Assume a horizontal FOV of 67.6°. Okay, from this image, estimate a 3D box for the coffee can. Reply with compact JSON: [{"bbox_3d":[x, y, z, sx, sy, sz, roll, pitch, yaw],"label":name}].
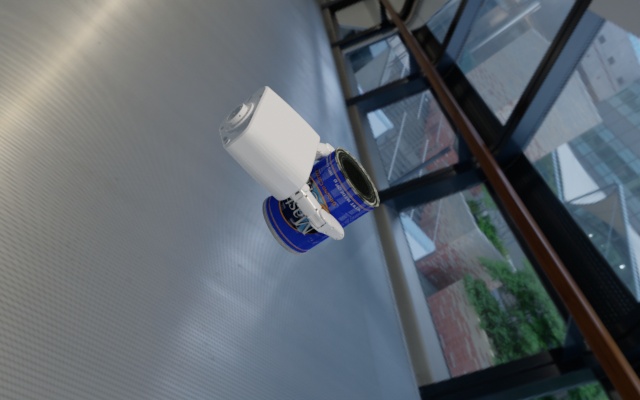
[{"bbox_3d":[0.000,0.003,0.704,0.140,0.102,0.103,-34,-14,21],"label":"coffee can"}]
